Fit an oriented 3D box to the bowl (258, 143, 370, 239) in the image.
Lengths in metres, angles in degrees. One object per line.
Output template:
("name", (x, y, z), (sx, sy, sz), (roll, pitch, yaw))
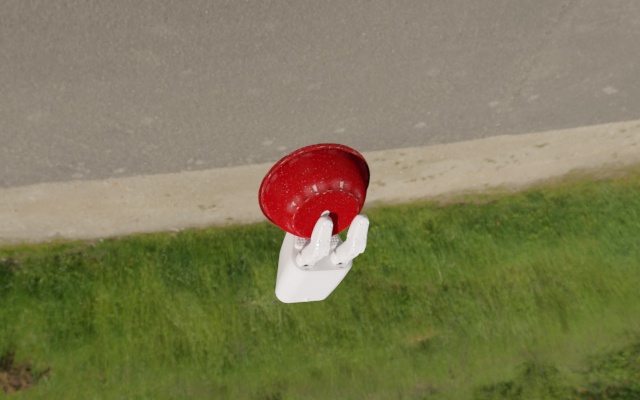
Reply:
("bowl", (0.000, 0.001, 0.645), (0.162, 0.162, 0.055), (0, 43, -23))
